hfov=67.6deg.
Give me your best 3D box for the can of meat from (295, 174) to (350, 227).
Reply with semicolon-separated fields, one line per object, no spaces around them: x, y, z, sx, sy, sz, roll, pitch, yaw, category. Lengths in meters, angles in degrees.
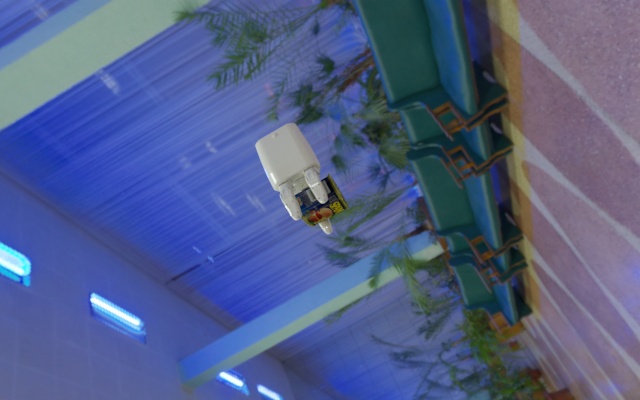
0.000;0.003;0.897;0.084;0.057;0.102;-29;-18;4;can of meat
